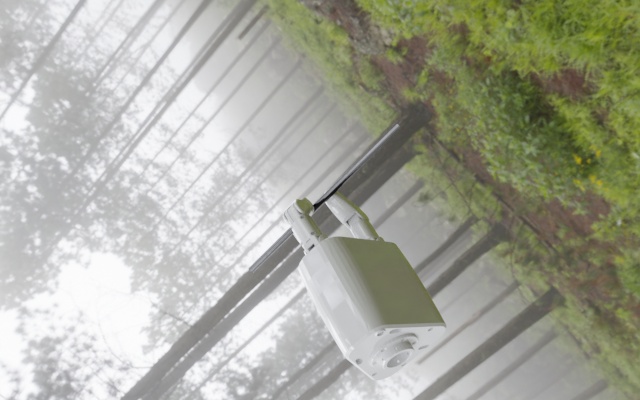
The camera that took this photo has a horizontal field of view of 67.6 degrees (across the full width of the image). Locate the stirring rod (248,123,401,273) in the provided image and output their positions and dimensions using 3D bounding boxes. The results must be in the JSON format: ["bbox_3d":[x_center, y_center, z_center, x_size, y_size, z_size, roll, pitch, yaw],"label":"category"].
[{"bbox_3d":[0.000,0.002,0.536,0.239,0.011,0.011,-44,-15,15],"label":"stirring rod"}]
